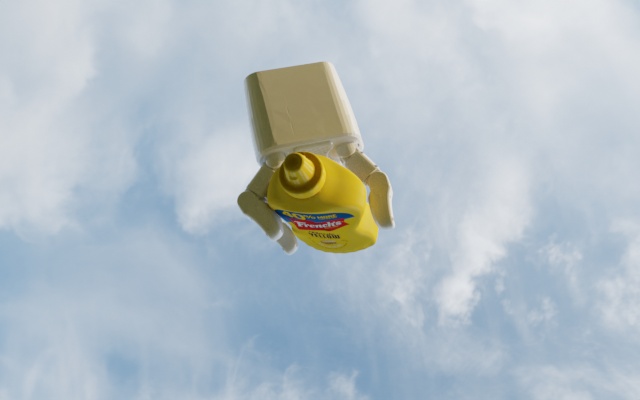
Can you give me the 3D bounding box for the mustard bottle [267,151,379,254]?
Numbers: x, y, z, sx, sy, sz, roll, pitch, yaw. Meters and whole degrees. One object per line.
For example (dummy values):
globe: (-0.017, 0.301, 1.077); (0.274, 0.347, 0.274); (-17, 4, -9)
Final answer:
mustard bottle: (0.000, 0.002, 0.478); (0.096, 0.058, 0.192); (4, -20, 16)
